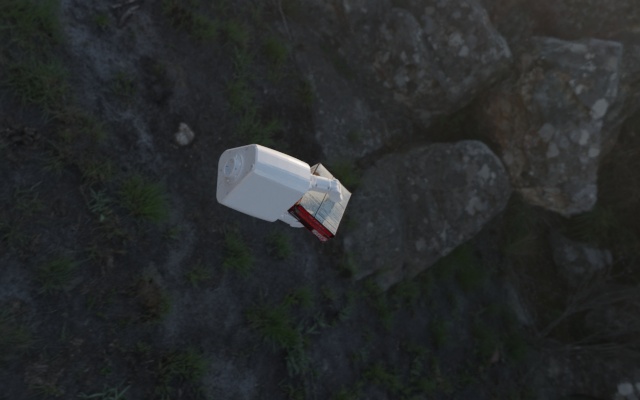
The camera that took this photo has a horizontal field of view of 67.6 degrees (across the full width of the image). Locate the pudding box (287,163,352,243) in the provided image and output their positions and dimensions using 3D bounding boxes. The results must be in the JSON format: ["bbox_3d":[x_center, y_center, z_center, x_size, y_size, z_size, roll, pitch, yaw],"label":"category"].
[{"bbox_3d":[0.000,0.003,0.829,0.090,0.113,0.039,44,-44,-20],"label":"pudding box"}]
